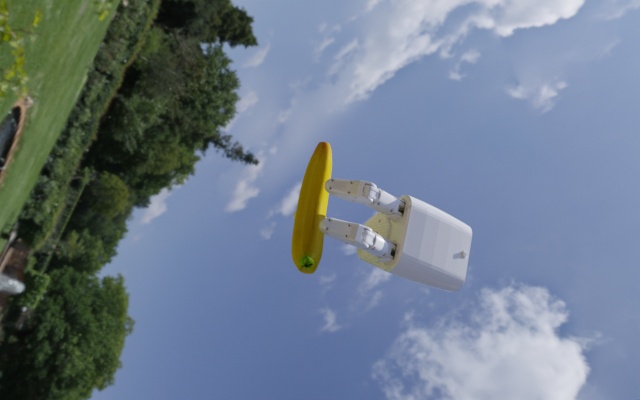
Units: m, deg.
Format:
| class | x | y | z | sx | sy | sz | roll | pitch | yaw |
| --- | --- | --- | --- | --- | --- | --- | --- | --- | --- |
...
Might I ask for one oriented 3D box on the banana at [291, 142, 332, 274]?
| class | x | y | z | sx | sy | sz | roll | pitch | yaw |
| --- | --- | --- | --- | --- | --- | --- | --- | --- | --- |
| banana | -0.008 | 0.015 | 0.579 | 0.037 | 0.197 | 0.070 | 19 | -43 | -15 |
